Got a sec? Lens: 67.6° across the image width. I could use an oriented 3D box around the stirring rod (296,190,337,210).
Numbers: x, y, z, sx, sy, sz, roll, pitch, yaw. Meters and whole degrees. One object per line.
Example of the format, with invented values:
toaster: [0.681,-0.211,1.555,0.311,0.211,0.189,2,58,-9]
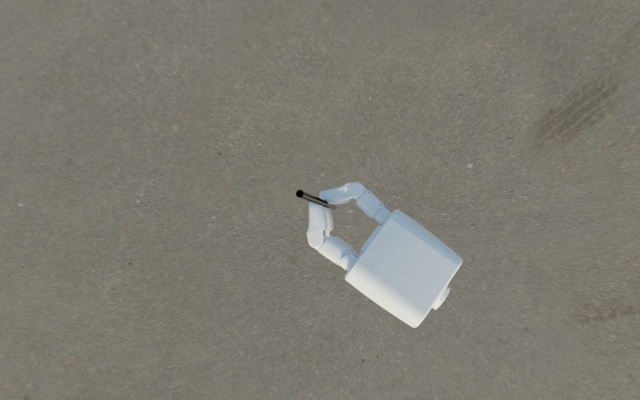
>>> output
stirring rod: [0.000,0.002,0.594,0.011,0.011,0.239,0,-4,10]
